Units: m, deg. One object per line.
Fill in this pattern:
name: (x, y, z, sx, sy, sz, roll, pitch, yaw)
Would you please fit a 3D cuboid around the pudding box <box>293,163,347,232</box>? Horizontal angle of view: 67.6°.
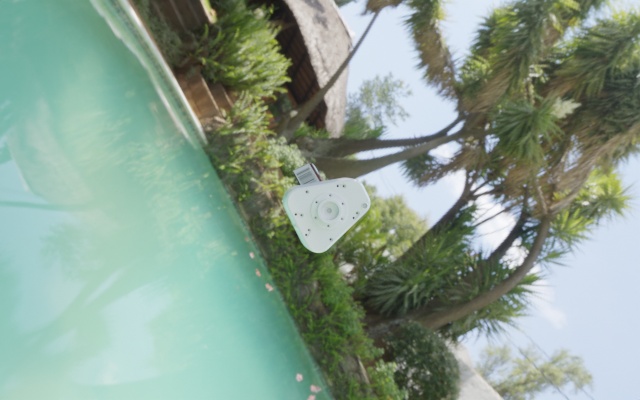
pudding box: (0.000, 0.003, 0.816, 0.039, 0.113, 0.090, -27, -25, -1)
